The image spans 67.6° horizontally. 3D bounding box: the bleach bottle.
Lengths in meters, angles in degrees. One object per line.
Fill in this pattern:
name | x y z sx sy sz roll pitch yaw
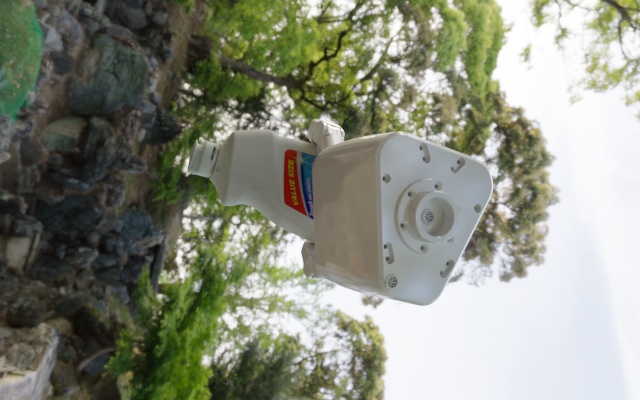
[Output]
bleach bottle | 0.000 0.001 0.454 0.251 0.102 0.068 16 -6 -20
